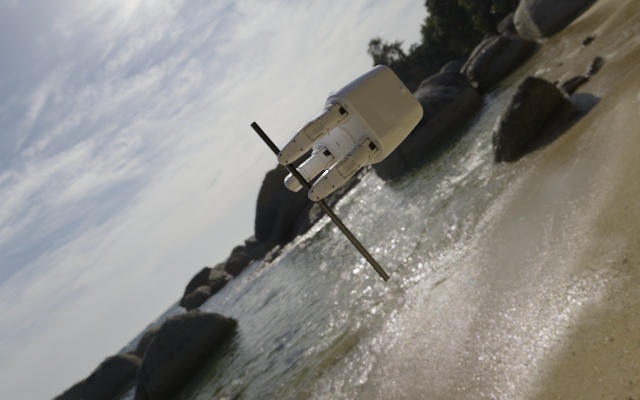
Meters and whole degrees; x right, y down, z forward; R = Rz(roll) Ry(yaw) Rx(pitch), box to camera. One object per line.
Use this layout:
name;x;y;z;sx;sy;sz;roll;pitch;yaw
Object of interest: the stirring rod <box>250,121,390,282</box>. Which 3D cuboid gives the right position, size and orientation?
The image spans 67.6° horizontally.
stirring rod;0.000;0.002;0.556;0.011;0.239;0.011;-41;2;2
